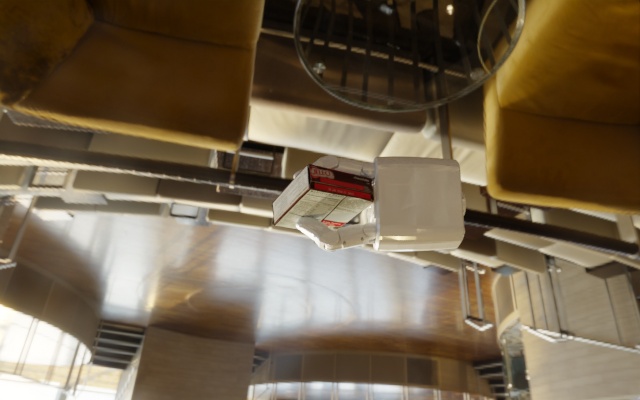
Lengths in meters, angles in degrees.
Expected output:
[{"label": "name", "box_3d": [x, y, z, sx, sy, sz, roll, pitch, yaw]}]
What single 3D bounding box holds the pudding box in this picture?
[{"label": "pudding box", "box_3d": [0.000, 0.002, 0.602, 0.090, 0.039, 0.113, 12, -33, -26]}]
